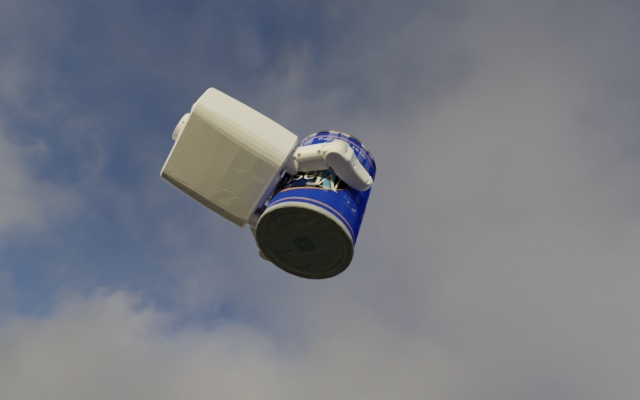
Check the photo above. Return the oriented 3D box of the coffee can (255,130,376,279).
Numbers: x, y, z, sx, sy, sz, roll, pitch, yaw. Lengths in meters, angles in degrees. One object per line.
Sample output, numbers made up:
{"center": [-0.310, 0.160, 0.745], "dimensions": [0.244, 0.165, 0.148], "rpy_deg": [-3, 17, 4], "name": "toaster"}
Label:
{"center": [0.000, 0.002, 0.532], "dimensions": [0.103, 0.103, 0.140], "rpy_deg": [0, 38, 19], "name": "coffee can"}
